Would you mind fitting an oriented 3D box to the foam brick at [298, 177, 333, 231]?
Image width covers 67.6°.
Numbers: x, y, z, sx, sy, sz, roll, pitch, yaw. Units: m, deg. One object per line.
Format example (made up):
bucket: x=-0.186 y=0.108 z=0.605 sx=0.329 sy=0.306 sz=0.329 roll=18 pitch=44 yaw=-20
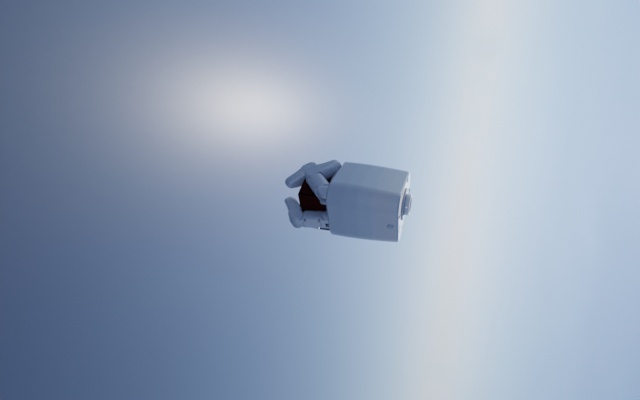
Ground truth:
foam brick: x=0.000 y=0.003 z=0.767 sx=0.051 sy=0.053 sz=0.078 roll=8 pitch=-43 yaw=16
